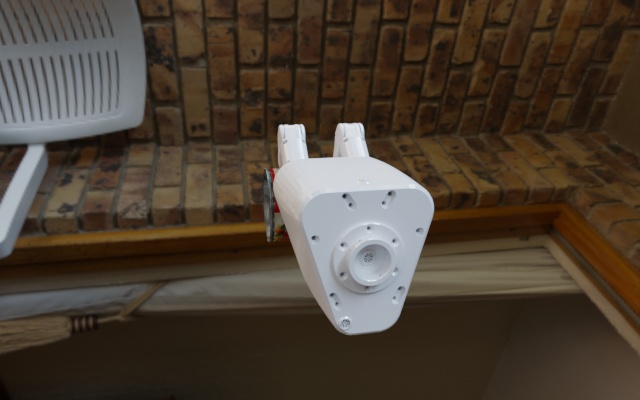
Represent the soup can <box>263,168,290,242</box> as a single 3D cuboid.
[{"bbox_3d":[0.000,0.001,0.447,0.102,0.068,0.068,-3,1,-11],"label":"soup can"}]
